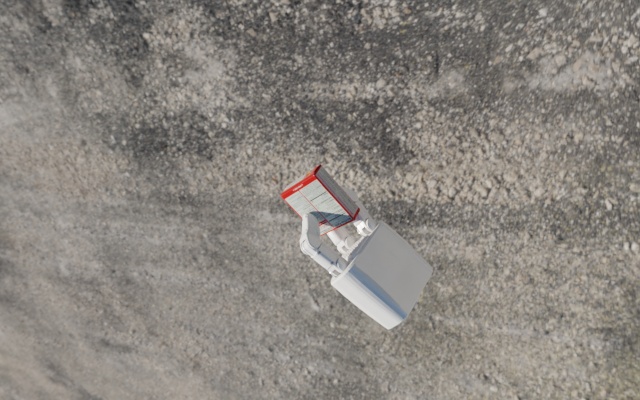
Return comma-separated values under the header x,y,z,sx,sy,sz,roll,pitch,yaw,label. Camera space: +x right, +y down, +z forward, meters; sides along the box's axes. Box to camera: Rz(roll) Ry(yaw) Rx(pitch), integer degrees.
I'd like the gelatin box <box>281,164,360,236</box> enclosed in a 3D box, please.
x,y,z,sx,sy,sz,roll,pitch,yaw,label
0.000,0.002,0.673,0.073,0.089,0.030,-30,20,40,gelatin box
